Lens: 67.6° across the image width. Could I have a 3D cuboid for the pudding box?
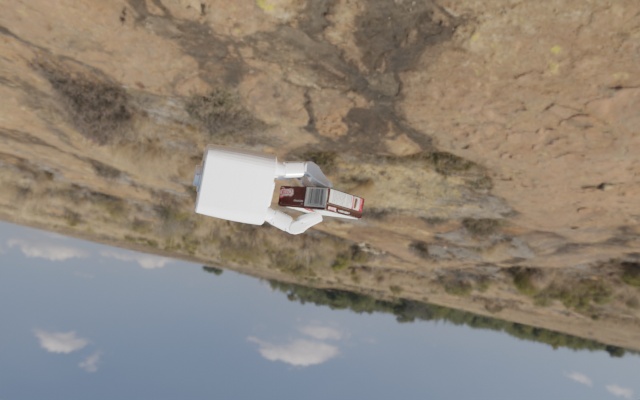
[{"bbox_3d":[0.000,0.003,0.779,0.113,0.039,0.090,6,-6,45],"label":"pudding box"}]
